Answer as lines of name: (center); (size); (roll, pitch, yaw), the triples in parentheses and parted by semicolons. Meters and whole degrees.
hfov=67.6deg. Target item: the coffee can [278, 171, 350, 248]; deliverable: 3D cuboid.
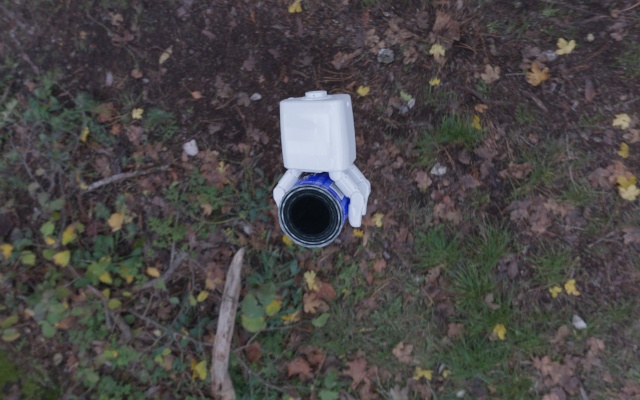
coffee can: (0.000, 0.003, 0.783); (0.103, 0.103, 0.140); (0, 18, 14)
